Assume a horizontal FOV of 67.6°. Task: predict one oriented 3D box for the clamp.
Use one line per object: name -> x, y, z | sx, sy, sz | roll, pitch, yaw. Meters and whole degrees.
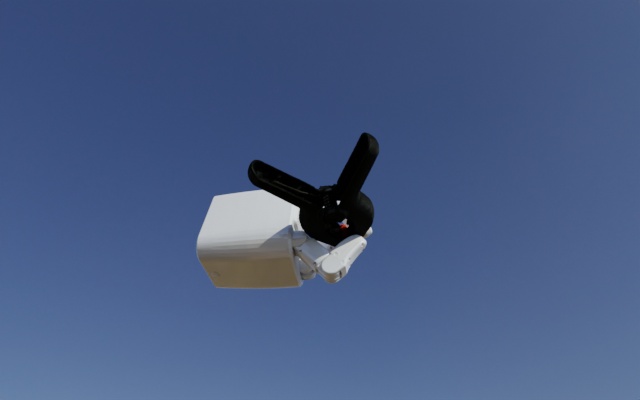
clamp -> 0.000, 0.001, 0.482 | 0.120, 0.039, 0.172 | -3, -38, 6
